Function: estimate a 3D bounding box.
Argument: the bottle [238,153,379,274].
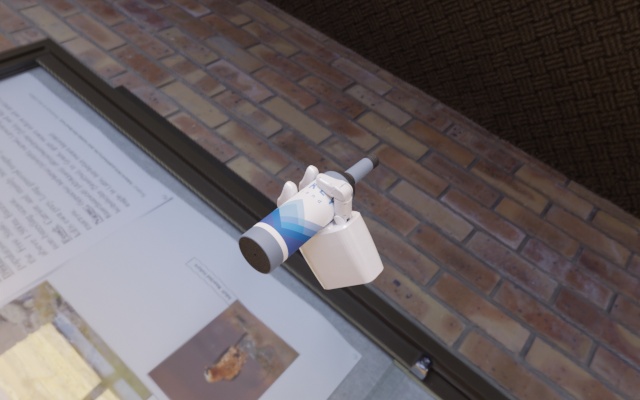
[{"bbox_3d":[0.000,0.003,0.754,0.069,0.069,0.295,0,30,47],"label":"bottle"}]
